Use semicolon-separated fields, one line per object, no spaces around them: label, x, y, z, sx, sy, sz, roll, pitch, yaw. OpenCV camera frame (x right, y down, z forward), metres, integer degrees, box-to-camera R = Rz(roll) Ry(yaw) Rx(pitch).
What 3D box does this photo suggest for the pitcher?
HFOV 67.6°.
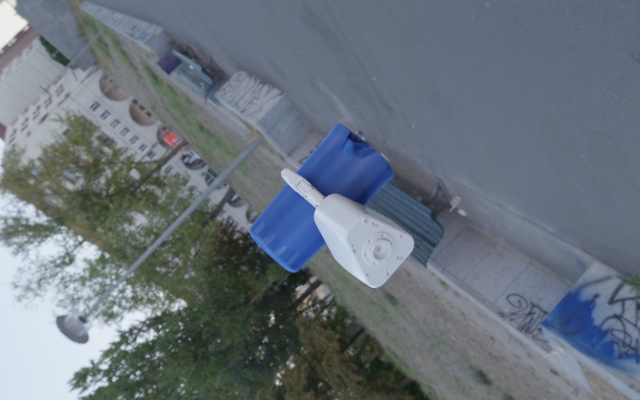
pitcher;0.000;0.003;0.815;0.149;0.243;0.145;45;-5;-28
